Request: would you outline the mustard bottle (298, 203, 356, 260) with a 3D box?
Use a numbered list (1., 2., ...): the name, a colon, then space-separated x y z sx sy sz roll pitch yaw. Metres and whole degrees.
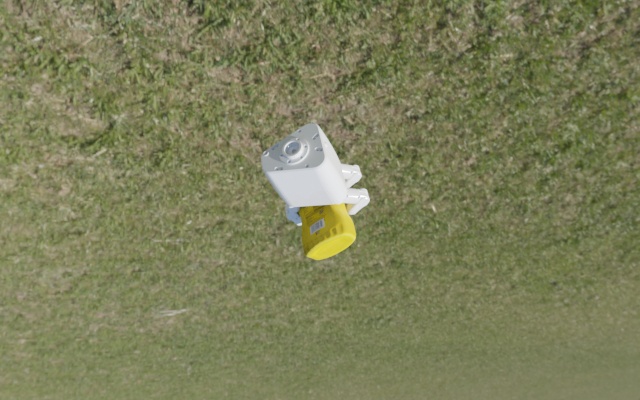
1. mustard bottle: 0.000 0.003 0.853 0.096 0.191 0.058 -34 -39 30
